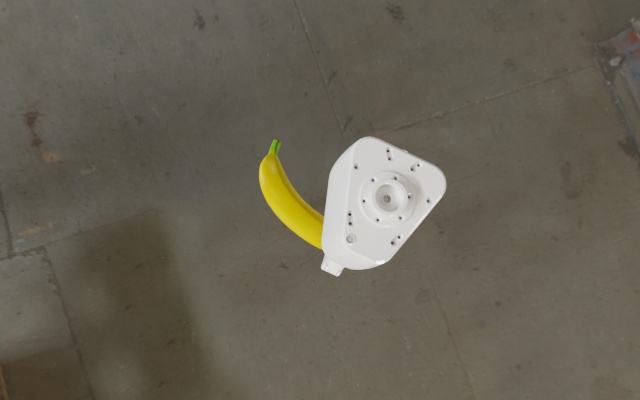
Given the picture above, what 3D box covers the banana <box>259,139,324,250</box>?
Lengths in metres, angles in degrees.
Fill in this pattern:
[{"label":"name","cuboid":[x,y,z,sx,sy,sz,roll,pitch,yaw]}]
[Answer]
[{"label":"banana","cuboid":[-0.016,0.011,0.605,0.069,0.198,0.037,-41,-3,-12]}]
